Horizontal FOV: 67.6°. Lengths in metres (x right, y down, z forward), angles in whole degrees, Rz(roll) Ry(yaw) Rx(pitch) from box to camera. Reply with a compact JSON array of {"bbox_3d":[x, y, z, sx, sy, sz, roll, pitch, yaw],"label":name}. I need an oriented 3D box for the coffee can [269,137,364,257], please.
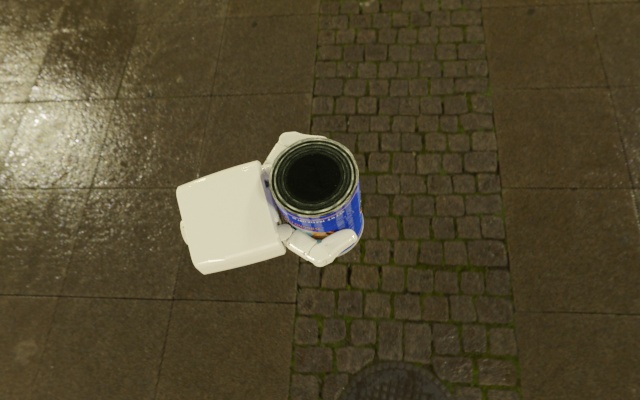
[{"bbox_3d":[0.000,0.002,0.597,0.103,0.102,0.140,0,-26,8],"label":"coffee can"}]
